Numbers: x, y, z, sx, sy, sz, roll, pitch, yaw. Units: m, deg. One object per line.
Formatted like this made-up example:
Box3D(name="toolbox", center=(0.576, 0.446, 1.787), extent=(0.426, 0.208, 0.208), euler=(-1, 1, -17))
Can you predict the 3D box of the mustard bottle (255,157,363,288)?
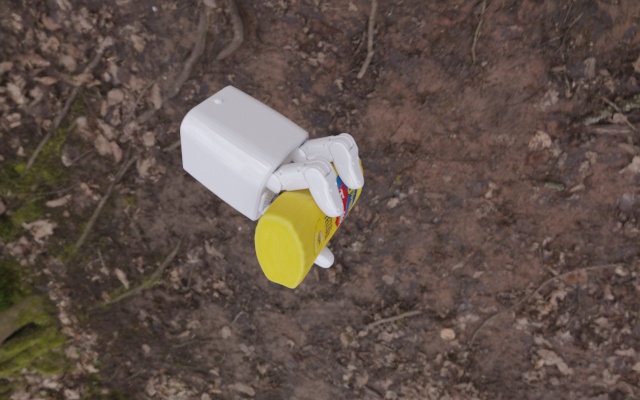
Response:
Box3D(name="mustard bottle", center=(0.000, 0.002, 0.534), extent=(0.058, 0.096, 0.191), euler=(16, 40, 21))
